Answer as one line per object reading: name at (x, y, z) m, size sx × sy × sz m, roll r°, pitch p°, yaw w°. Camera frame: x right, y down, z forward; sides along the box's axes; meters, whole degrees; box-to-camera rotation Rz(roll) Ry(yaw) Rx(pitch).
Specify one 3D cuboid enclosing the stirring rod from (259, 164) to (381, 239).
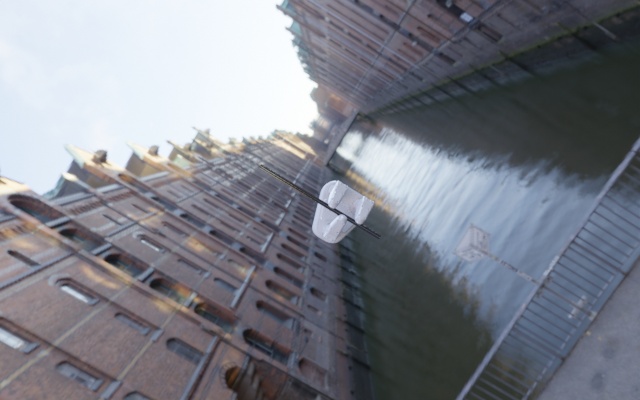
stirring rod at (0.000, 0.003, 0.824) m, size 0.239 × 0.011 × 0.011 m, roll 31°, pitch -2°, yaw -4°
